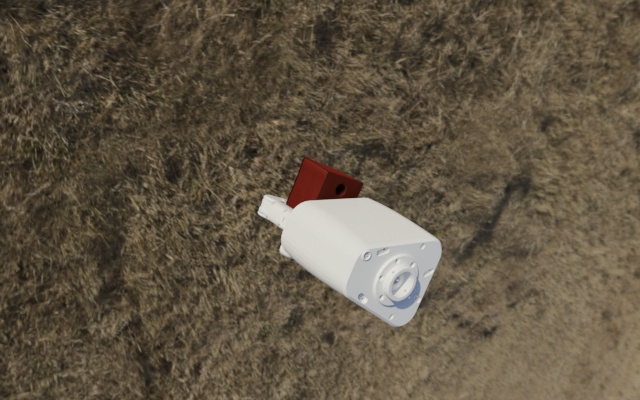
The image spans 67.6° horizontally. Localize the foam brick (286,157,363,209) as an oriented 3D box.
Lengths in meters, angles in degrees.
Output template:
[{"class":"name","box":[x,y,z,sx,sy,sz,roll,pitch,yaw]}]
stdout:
[{"class":"foam brick","box":[0.000,0.001,0.516,0.053,0.078,0.051,17,9,-37]}]
